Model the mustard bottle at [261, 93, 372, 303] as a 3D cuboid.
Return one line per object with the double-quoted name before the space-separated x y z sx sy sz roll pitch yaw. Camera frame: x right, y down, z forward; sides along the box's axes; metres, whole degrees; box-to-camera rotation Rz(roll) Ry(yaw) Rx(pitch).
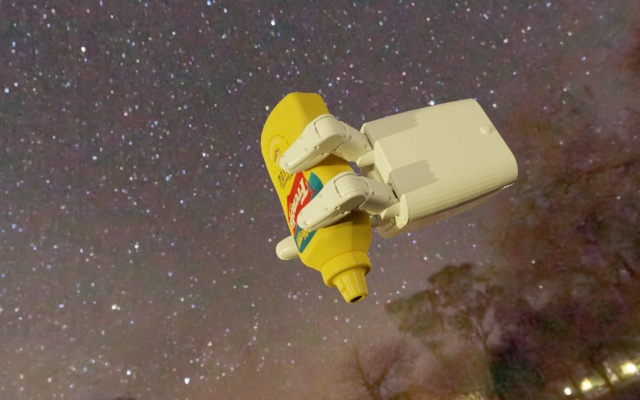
"mustard bottle" 0.000 0.001 0.430 0.058 0.191 0.096 -3 -34 -30
